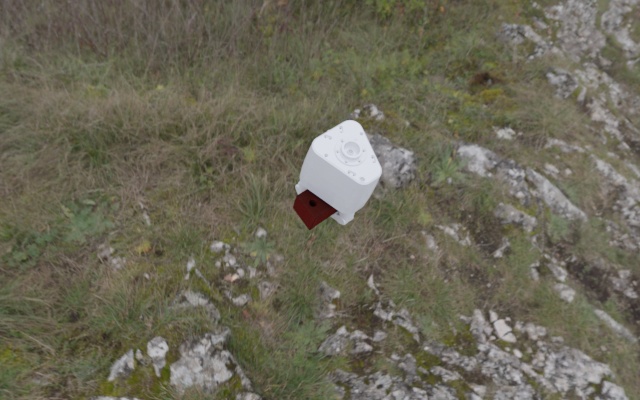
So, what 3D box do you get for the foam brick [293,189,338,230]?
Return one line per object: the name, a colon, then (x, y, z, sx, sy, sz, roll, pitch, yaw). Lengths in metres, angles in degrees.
foam brick: (0.000, 0.003, 0.815, 0.078, 0.053, 0.051, -34, -14, -23)
